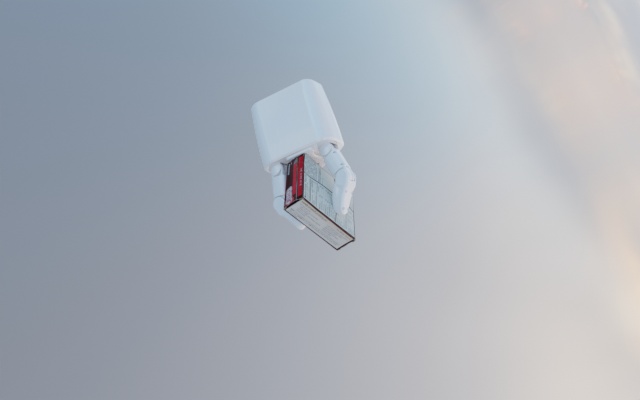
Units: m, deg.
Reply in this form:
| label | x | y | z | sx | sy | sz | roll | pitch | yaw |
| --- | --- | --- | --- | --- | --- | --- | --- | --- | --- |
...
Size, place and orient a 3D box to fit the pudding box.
| label | x | y | z | sx | sy | sz | roll | pitch | yaw |
| --- | --- | --- | --- | --- | --- | --- | --- | --- | --- |
| pudding box | 0.000 | 0.002 | 0.657 | 0.039 | 0.090 | 0.113 | -32 | -53 | 29 |
